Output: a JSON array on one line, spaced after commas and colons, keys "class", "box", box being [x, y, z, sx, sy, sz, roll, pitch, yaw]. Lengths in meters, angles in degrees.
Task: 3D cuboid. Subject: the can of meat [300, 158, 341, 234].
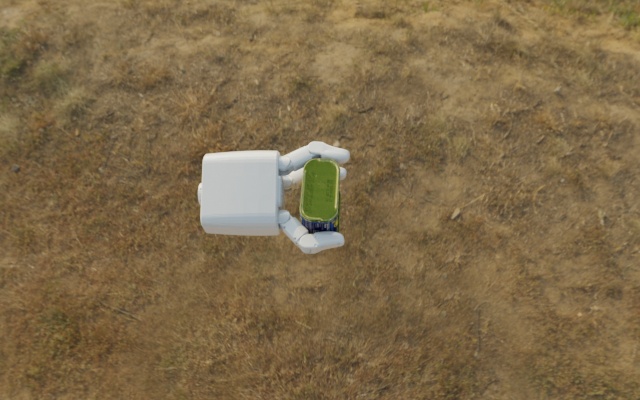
[{"class": "can of meat", "box": [0.000, 0.002, 0.678, 0.057, 0.102, 0.084, 2, -27, 2]}]
